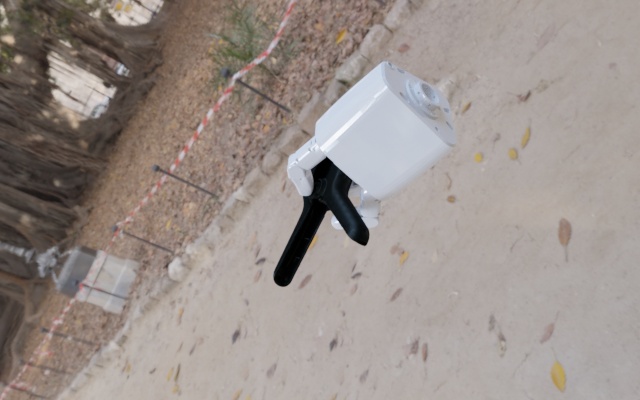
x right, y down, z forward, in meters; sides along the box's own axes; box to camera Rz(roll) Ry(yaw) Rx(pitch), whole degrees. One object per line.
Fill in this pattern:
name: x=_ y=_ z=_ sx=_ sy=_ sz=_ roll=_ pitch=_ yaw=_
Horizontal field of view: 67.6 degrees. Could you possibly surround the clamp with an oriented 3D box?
clamp: x=0.000 y=0.001 z=0.599 sx=0.036 sy=0.209 sz=0.165 roll=29 pitch=-47 yaw=-27
